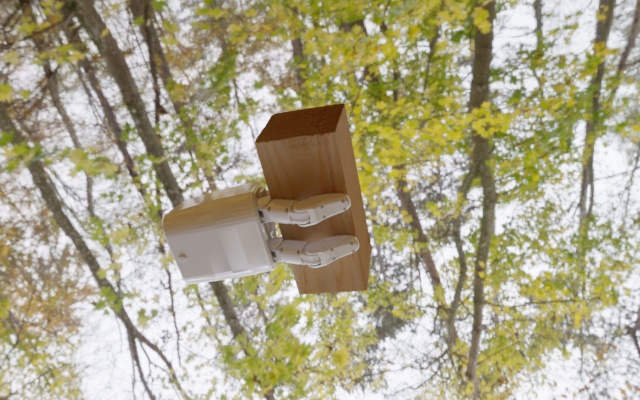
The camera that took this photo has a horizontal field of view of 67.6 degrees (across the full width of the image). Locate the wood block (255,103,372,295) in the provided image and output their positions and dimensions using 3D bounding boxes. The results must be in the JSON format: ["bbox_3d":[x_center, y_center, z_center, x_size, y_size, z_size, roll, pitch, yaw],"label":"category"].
[{"bbox_3d":[0.000,0.002,0.570,0.090,0.206,0.090,-6,29,13],"label":"wood block"}]
